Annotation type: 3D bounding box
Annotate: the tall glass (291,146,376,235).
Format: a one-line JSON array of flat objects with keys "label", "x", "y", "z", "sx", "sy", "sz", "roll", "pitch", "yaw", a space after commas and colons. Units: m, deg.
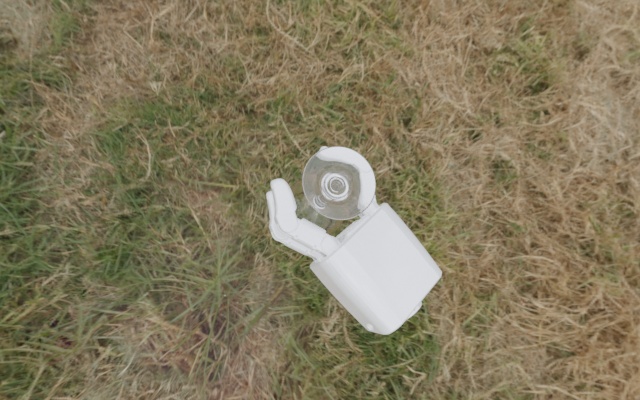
[{"label": "tall glass", "x": 0.000, "y": 0.002, "z": 0.562, "sx": 0.079, "sy": 0.079, "sz": 0.201, "roll": 0, "pitch": -11, "yaw": -11}]
